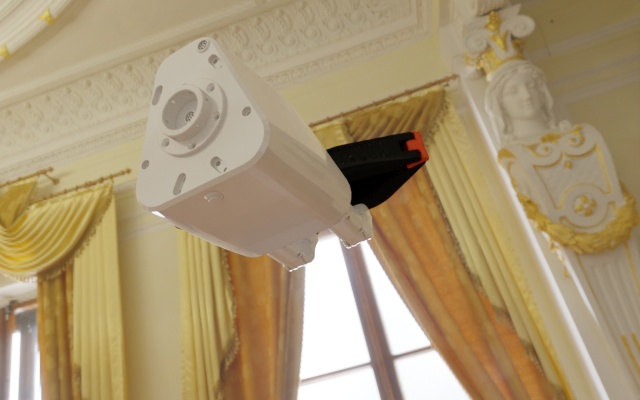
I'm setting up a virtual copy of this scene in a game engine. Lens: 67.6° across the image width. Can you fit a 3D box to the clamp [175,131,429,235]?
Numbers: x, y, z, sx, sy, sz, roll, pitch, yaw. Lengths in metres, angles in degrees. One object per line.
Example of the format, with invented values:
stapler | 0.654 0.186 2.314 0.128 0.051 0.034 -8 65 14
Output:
clamp | 0.000 0.000 0.430 0.210 0.036 0.165 -23 -28 18
